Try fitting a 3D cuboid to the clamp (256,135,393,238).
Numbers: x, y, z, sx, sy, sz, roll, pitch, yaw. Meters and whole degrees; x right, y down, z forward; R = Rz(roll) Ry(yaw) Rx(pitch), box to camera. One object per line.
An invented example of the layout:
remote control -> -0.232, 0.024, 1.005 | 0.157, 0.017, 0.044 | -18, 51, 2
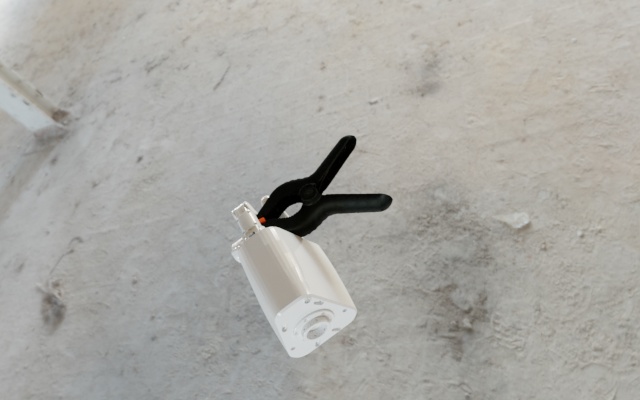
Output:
clamp -> 0.000, 0.002, 0.582 | 0.171, 0.120, 0.039 | -37, -42, 1
